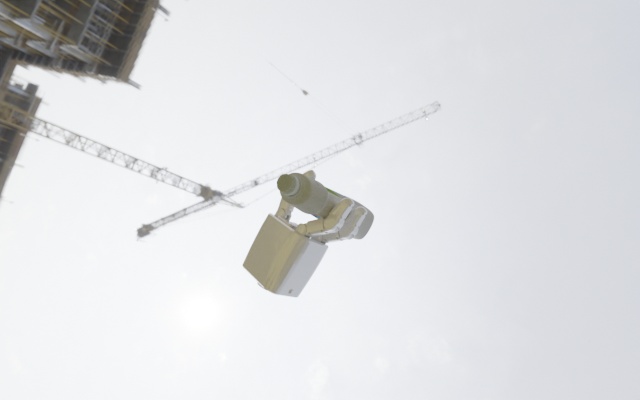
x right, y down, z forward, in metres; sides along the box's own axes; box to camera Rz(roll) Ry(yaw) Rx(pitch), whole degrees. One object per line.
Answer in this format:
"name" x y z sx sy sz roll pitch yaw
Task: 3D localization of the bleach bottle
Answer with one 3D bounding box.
"bleach bottle" 0.000 0.003 0.806 0.102 0.068 0.251 28 0 32
